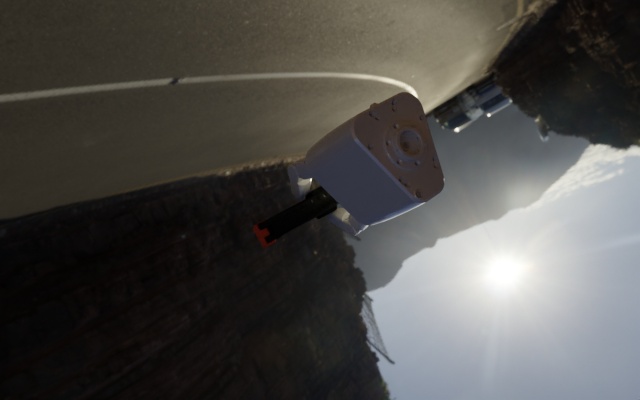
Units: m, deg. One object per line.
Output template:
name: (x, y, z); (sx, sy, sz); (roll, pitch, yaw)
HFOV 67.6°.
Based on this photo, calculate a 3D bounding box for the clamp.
clamp: (0.000, 0.003, 0.621); (0.210, 0.036, 0.164); (-30, 0, -27)
